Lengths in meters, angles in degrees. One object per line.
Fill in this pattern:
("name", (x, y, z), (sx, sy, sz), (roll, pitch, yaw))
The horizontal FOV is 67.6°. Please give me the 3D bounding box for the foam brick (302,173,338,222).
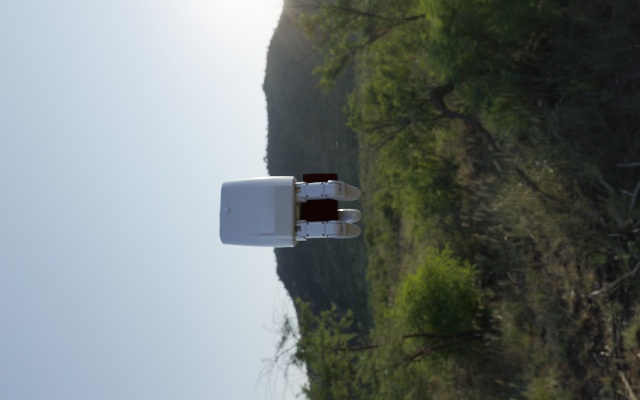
("foam brick", (0.000, 0.002, 0.704), (0.051, 0.078, 0.053), (0, -11, 3))
